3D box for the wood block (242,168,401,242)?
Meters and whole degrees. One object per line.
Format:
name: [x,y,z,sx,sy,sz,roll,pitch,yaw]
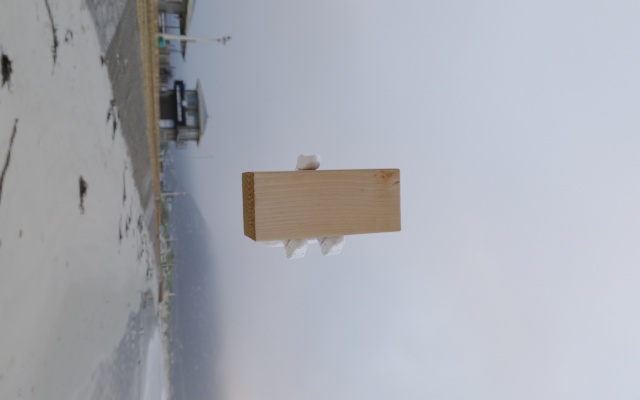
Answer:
wood block: [0.000,0.002,0.672,0.206,0.091,0.090,-3,4,-19]
